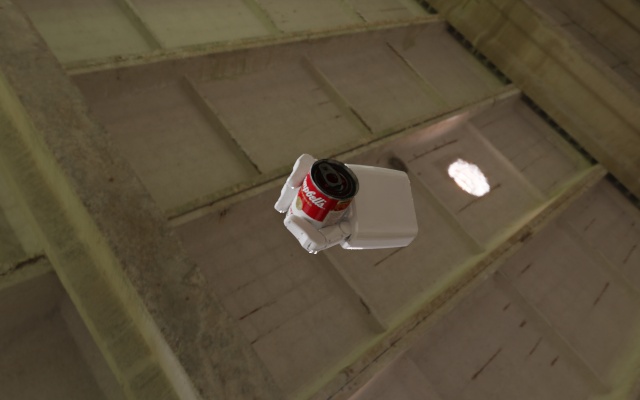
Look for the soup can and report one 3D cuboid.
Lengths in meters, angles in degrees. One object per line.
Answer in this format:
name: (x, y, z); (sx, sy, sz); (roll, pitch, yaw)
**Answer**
soup can: (0.000, 0.002, 0.642); (0.068, 0.068, 0.102); (0, -37, -28)
